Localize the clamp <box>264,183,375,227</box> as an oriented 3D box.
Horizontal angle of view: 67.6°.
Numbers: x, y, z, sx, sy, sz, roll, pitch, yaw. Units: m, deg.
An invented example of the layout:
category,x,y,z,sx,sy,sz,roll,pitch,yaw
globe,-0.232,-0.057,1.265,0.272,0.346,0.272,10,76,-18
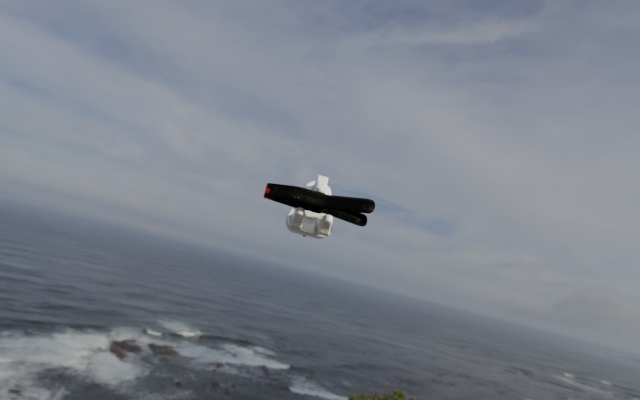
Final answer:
category,x,y,z,sx,sy,sz,roll,pitch,yaw
clamp,0.000,0.002,0.879,0.210,0.036,0.164,15,-13,-3
